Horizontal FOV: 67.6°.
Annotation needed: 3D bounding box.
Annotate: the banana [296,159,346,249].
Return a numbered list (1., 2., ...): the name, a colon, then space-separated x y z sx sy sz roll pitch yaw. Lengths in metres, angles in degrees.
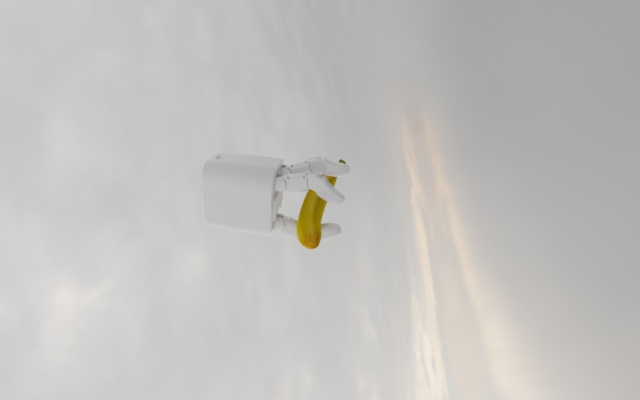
1. banana: -0.007 0.012 0.712 0.037 0.197 0.070 27 -49 -9
